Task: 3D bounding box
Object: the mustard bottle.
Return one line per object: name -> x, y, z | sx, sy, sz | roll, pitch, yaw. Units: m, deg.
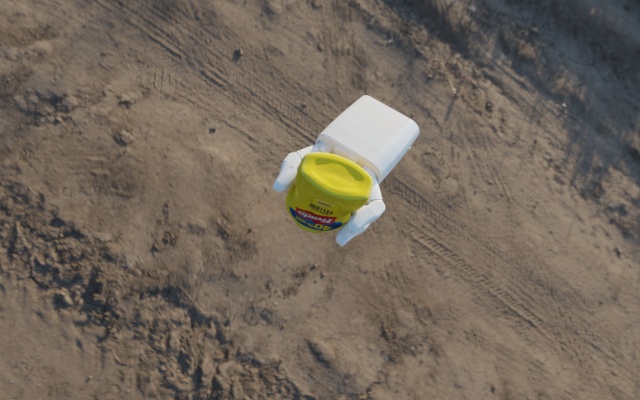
mustard bottle -> 0.000, 0.002, 0.677 | 0.096, 0.058, 0.192 | 20, -24, -6
